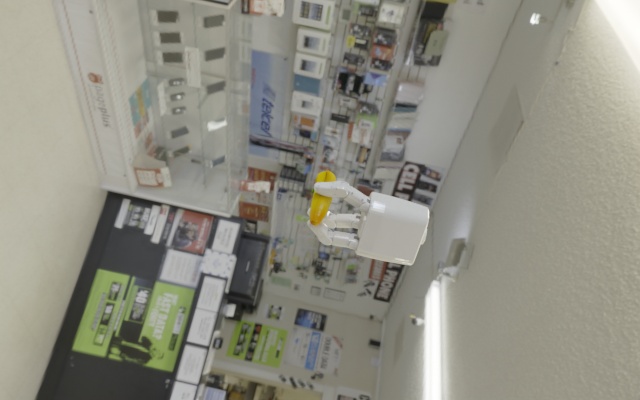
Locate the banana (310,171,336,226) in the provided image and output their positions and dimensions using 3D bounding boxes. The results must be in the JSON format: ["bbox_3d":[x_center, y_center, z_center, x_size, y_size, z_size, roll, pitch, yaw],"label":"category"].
[{"bbox_3d":[0.005,-0.015,0.893,0.037,0.070,0.197,16,17,-3],"label":"banana"}]
